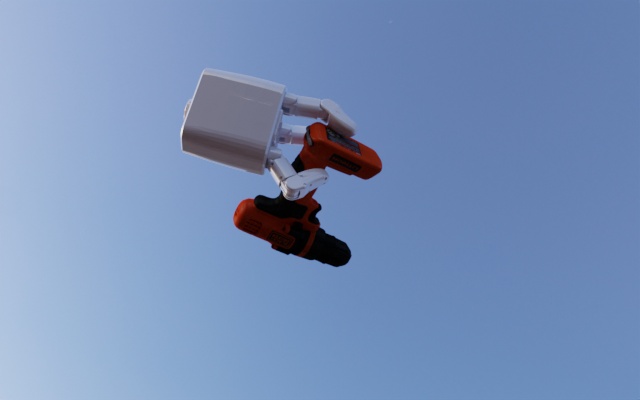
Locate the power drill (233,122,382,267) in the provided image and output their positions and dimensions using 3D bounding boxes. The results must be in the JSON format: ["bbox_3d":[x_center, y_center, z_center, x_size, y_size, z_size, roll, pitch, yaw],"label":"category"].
[{"bbox_3d":[0.000,0.002,0.645,0.184,0.188,0.057,24,28,-23],"label":"power drill"}]
